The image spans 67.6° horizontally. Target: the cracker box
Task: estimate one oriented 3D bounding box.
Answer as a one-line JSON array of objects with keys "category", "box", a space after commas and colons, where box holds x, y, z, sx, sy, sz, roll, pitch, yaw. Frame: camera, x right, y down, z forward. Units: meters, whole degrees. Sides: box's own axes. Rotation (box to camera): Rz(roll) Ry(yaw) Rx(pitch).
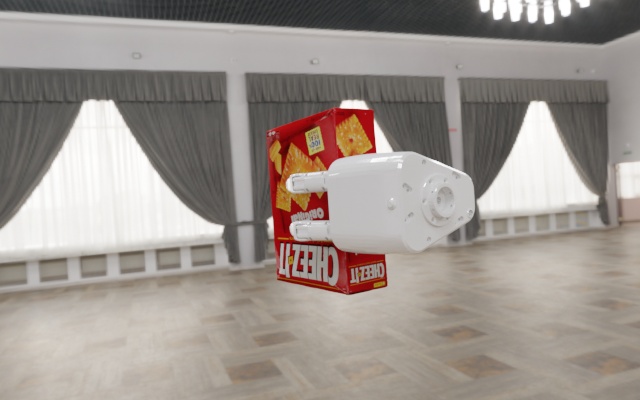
[{"category": "cracker box", "box": [0.000, 0.002, 0.613, 0.072, 0.213, 0.164, -4, 1, -35]}]
